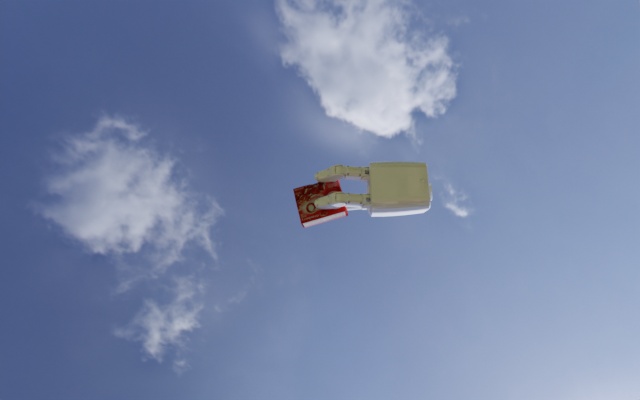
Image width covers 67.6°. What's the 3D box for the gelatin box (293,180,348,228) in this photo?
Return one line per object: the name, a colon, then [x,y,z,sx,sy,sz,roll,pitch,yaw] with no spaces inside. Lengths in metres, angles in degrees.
gelatin box: [0.000,0.003,0.892,0.089,0.073,0.030,-16,-23,3]
